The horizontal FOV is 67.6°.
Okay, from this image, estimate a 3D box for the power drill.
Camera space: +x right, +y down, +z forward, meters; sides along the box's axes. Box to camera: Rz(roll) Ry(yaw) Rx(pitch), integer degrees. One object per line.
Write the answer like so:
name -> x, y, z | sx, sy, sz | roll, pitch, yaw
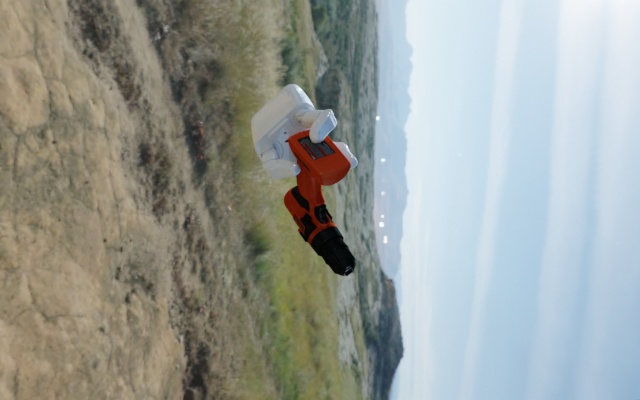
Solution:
power drill -> 0.000, 0.002, 0.716 | 0.057, 0.188, 0.184 | -22, 52, -24
